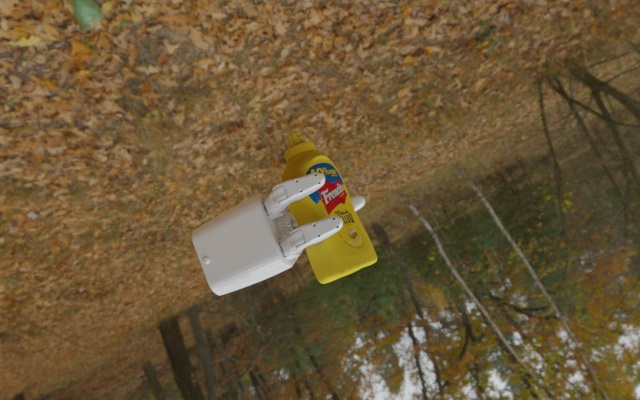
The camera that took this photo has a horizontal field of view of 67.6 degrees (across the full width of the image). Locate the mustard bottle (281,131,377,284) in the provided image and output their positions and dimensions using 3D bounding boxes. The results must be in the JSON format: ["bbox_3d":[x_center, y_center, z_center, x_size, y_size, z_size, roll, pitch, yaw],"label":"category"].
[{"bbox_3d":[0.000,0.002,0.599,0.058,0.191,0.096,-31,-13,38],"label":"mustard bottle"}]
